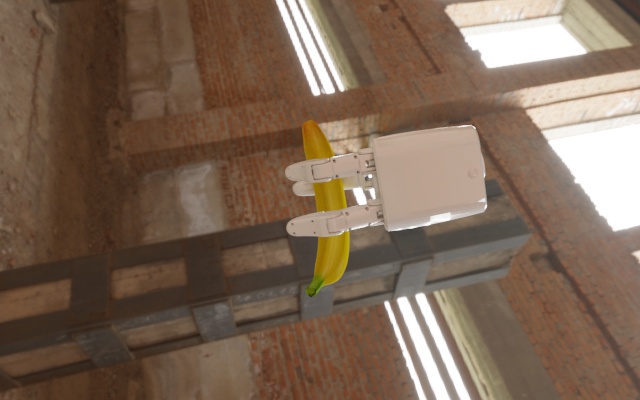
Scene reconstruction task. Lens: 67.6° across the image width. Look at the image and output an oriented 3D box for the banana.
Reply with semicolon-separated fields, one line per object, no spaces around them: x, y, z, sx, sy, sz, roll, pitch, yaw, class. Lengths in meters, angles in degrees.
0.007;0.008;0.547;0.037;0.197;0.069;-8;-13;21;banana
